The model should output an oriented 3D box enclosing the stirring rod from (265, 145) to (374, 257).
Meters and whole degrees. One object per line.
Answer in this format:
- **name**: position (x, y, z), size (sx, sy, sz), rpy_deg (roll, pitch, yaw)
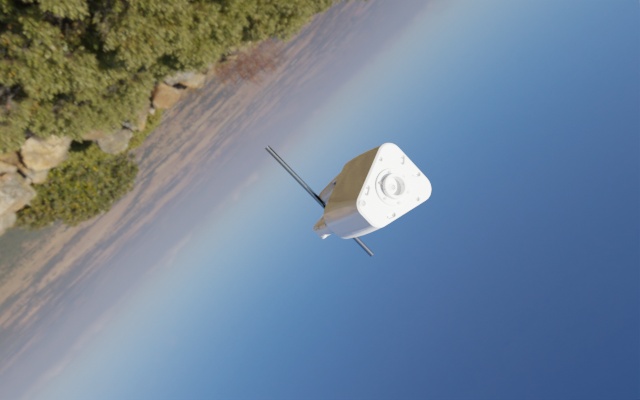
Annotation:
- **stirring rod**: position (0.000, 0.002, 0.753), size (0.011, 0.239, 0.011), rpy_deg (-43, 8, 8)
